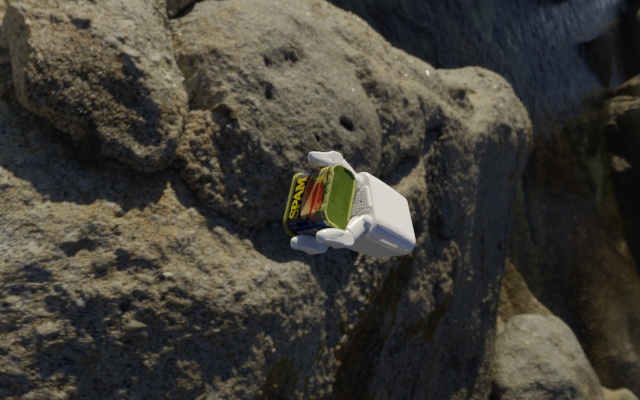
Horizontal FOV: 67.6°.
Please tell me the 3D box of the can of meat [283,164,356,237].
[{"bbox_3d":[0.000,0.002,0.694,0.084,0.102,0.057,-14,-35,44],"label":"can of meat"}]
